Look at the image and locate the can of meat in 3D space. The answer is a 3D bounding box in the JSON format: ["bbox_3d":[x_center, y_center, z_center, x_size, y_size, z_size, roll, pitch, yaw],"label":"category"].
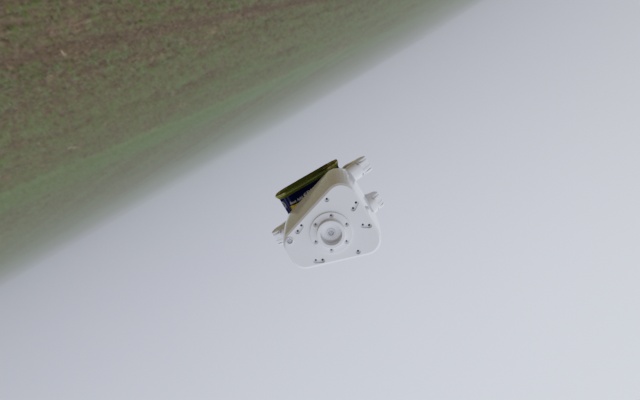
[{"bbox_3d":[0.000,0.003,0.688,0.102,0.084,0.057,-30,9,4],"label":"can of meat"}]
